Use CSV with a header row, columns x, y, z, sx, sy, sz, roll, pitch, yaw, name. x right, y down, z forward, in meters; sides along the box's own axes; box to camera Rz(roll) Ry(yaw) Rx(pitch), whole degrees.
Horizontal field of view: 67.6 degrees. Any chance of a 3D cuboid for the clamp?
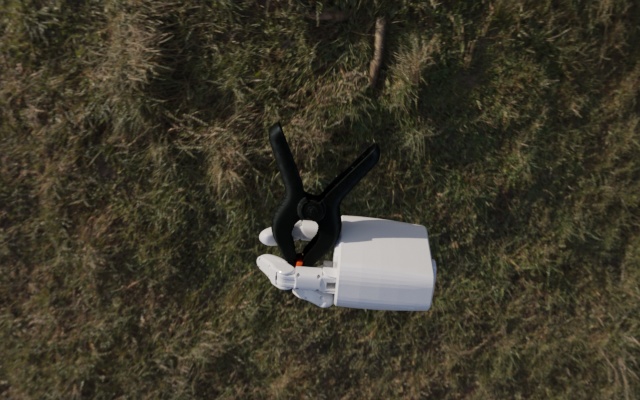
x,y,z,sx,sy,sz,roll,pitch,yaw,name
0.000,0.002,0.528,0.120,0.171,0.039,5,20,1,clamp
